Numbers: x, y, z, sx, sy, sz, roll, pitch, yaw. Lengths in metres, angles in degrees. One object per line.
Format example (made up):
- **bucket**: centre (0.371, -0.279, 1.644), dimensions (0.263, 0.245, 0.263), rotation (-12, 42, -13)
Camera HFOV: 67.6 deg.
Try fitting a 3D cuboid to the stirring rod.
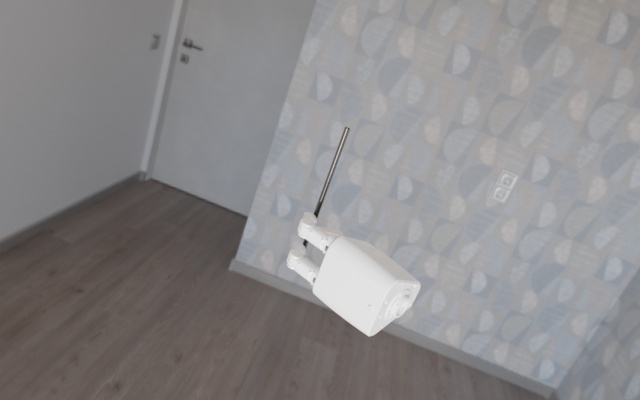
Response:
- **stirring rod**: centre (0.000, 0.002, 0.724), dimensions (0.011, 0.240, 0.011), rotation (17, 21, -7)
